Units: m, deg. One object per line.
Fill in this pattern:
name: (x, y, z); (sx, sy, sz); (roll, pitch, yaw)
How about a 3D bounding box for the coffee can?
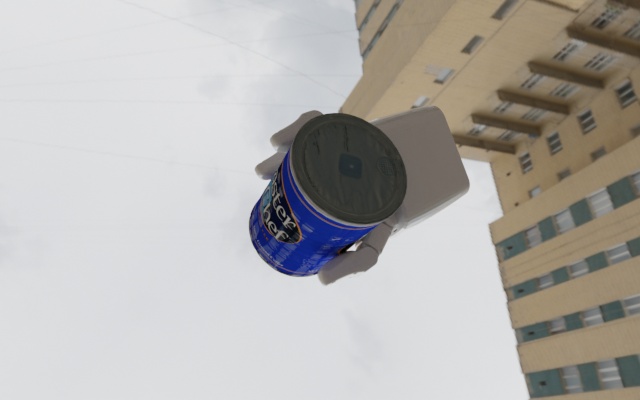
coffee can: (0.000, 0.001, 0.441); (0.103, 0.102, 0.140); (0, -25, -24)
